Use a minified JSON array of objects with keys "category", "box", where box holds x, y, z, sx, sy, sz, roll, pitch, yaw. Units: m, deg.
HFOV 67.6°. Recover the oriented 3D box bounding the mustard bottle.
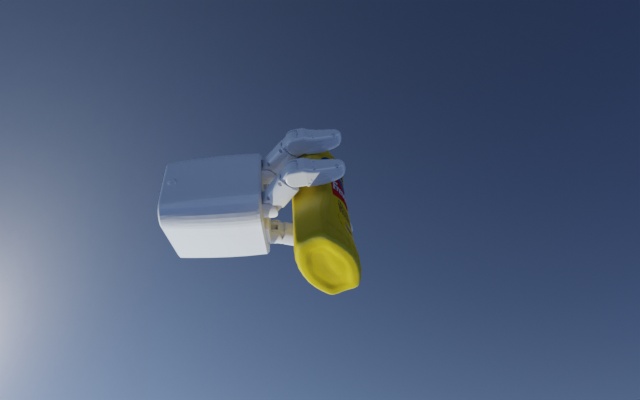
[{"category":"mustard bottle","box":[0.000,0.002,0.530,0.058,0.191,0.096,-22,-48,13]}]
